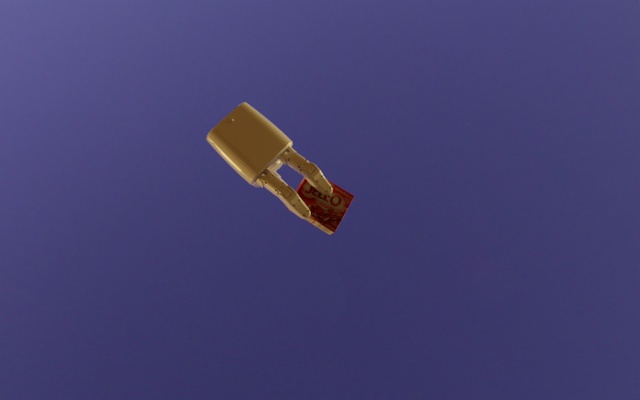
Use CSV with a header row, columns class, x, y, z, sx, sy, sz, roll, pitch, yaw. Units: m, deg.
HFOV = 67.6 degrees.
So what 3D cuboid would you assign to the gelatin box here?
class,x,y,z,sx,sy,sz,roll,pitch,yaw
gelatin box,0.000,0.003,0.790,0.089,0.073,0.030,32,-18,-7
